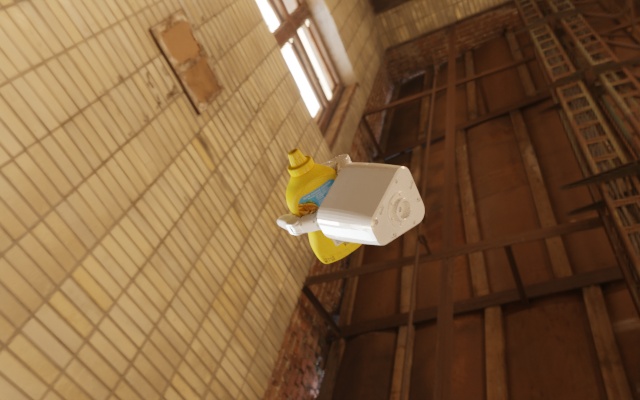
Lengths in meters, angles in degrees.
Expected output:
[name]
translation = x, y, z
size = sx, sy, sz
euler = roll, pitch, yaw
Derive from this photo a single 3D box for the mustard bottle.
[mustard bottle]
translation = 0.000, 0.003, 0.755
size = 0.096, 0.192, 0.058
euler = -32, 27, -8
